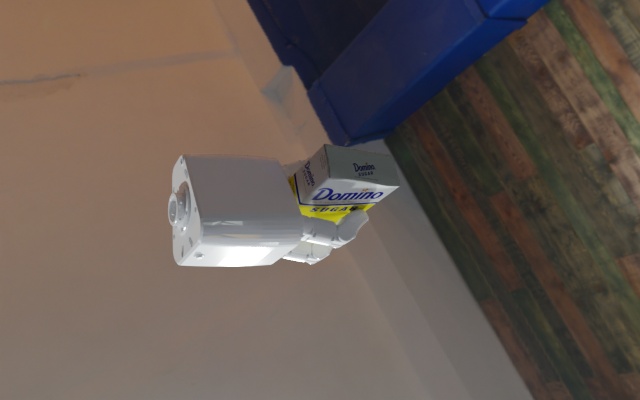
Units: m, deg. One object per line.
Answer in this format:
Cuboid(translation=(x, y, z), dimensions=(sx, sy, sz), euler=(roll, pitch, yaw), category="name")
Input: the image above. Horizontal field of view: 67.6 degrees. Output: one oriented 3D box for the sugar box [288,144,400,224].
Cuboid(translation=(0.000, 0.002, 0.553), dimensions=(0.093, 0.048, 0.176), euler=(5, -26, -32), category="sugar box")
